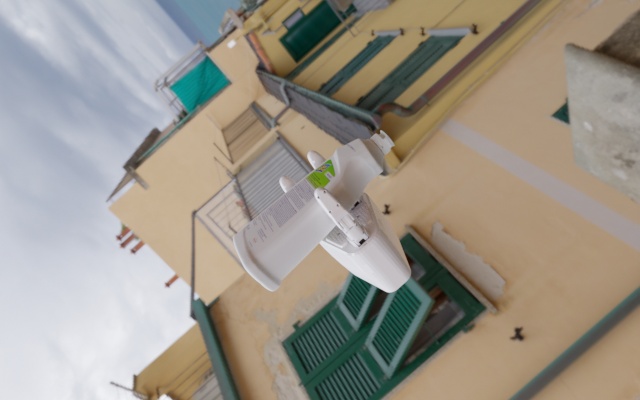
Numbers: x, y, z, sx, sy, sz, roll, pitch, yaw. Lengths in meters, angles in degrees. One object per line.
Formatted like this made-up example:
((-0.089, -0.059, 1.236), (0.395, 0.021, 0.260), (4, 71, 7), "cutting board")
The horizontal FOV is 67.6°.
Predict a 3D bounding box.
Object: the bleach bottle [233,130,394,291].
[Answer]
((0.000, 0.002, 0.640), (0.068, 0.251, 0.102), (48, 1, -34), "bleach bottle")
